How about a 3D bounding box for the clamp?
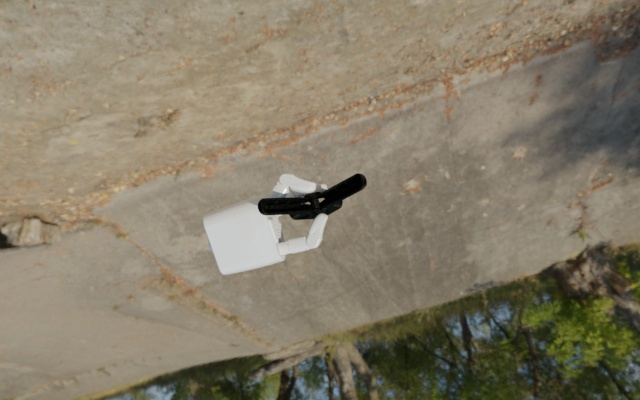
[{"bbox_3d":[0.000,0.003,0.786,0.164,0.036,0.210,-15,-10,6],"label":"clamp"}]
